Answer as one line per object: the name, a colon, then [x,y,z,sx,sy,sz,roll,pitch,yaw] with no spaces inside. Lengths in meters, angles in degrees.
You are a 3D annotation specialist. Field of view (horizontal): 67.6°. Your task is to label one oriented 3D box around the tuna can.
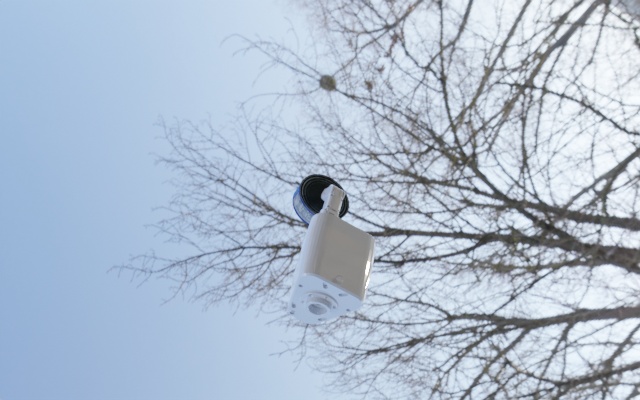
tuna can: [0.000,0.003,0.749,0.086,0.086,0.034,0,-33,-32]
